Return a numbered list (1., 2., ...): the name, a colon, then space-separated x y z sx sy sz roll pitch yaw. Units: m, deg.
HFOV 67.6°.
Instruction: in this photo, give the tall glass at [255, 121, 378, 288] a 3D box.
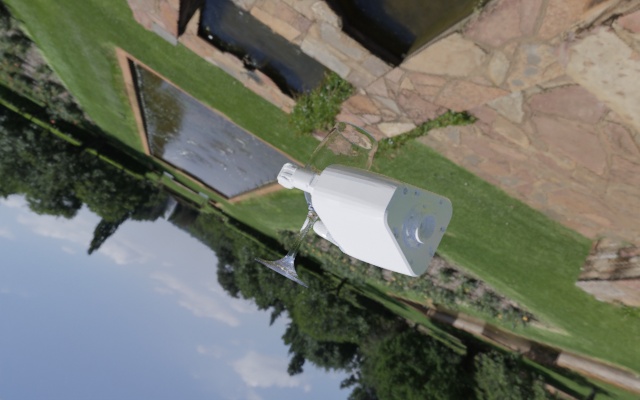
1. tall glass: 0.000 0.002 0.593 0.079 0.201 0.079 27 -10 5
